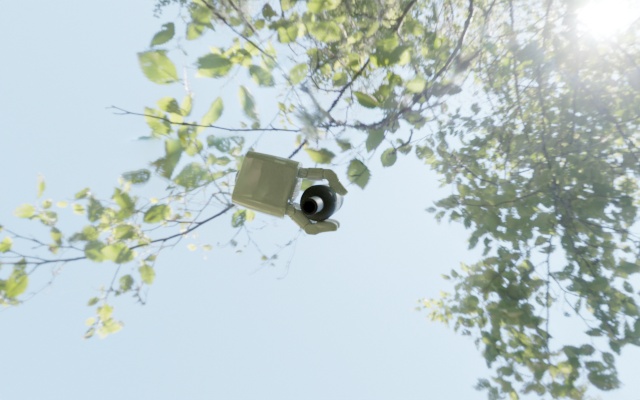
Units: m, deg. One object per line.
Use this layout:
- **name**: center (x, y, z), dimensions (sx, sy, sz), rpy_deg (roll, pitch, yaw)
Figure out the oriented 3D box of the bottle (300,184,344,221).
- **bottle**: center (0.000, 0.003, 0.893), dimensions (0.069, 0.069, 0.295), rpy_deg (0, 3, 7)
